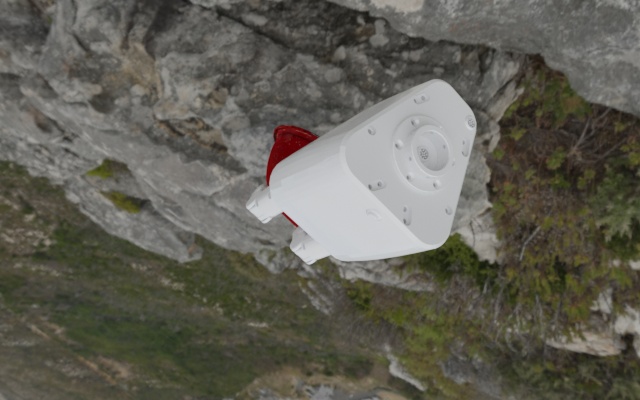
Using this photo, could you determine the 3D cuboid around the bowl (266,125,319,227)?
[{"bbox_3d":[0.000,0.002,0.472,0.162,0.055,0.162,37,-14,11],"label":"bowl"}]
